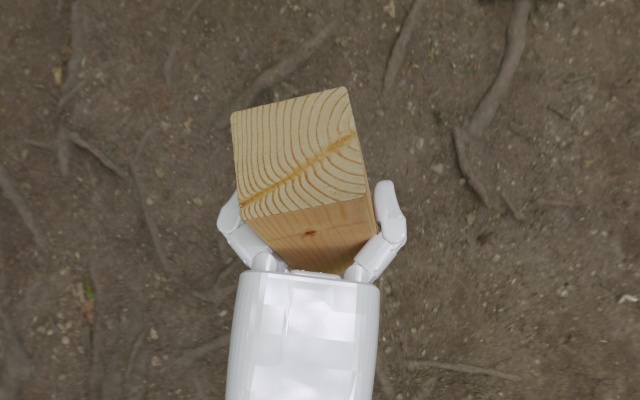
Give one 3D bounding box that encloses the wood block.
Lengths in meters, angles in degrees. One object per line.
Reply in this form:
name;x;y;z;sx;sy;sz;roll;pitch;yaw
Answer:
wood block;0.000;0.002;0.428;0.091;0.090;0.206;-11;-22;6
